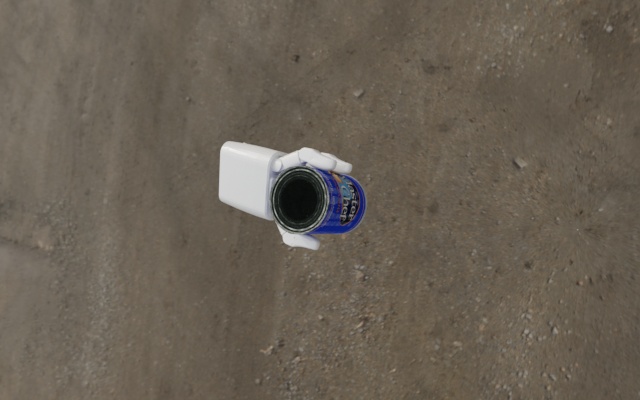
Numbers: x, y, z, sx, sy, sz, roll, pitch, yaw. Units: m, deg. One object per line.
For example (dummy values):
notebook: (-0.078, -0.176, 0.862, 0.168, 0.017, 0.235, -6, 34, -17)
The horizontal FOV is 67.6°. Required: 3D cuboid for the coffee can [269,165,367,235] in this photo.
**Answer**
coffee can: (0.000, 0.003, 0.756, 0.103, 0.103, 0.140, 0, -3, 28)
